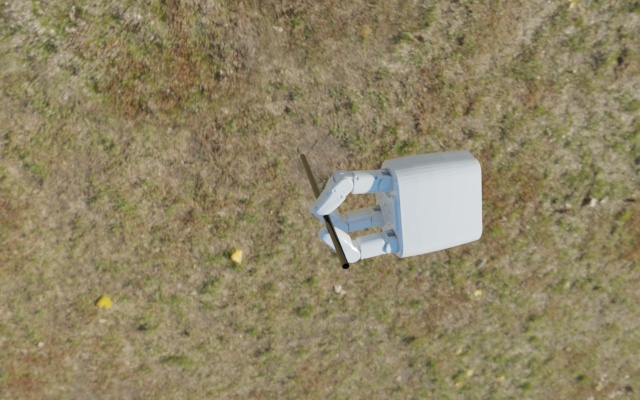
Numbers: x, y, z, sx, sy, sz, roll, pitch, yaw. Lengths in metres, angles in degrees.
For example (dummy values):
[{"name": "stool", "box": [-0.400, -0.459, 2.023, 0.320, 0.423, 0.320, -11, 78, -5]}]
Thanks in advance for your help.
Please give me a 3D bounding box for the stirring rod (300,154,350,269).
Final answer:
[{"name": "stirring rod", "box": [0.000, 0.002, 0.582, 0.011, 0.011, 0.239, 0, 33, -15]}]
